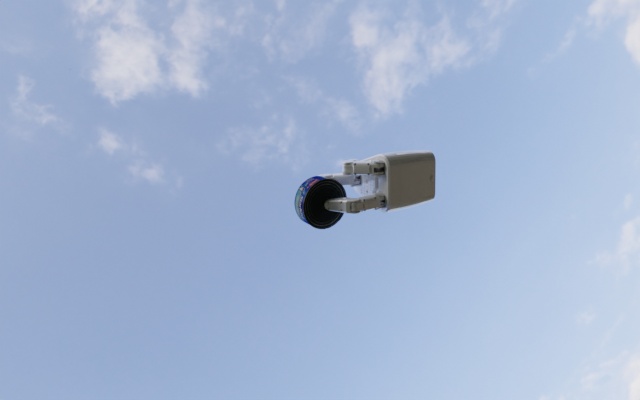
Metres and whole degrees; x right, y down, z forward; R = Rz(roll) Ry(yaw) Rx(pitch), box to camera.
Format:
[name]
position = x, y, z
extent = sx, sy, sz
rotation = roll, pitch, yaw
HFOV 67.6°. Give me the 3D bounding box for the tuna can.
[tuna can]
position = 0.000, 0.002, 0.796
extent = 0.086, 0.086, 0.033
rotation = 0, 13, -33
